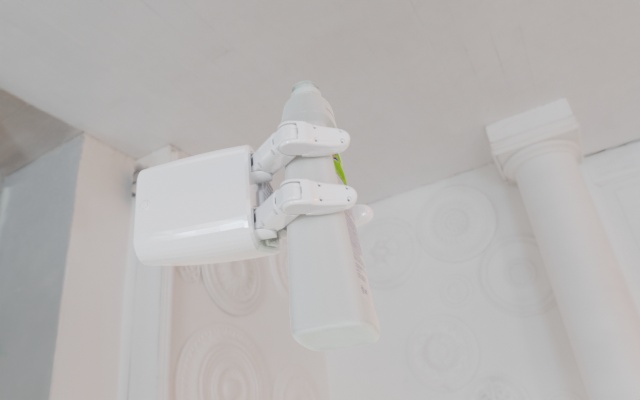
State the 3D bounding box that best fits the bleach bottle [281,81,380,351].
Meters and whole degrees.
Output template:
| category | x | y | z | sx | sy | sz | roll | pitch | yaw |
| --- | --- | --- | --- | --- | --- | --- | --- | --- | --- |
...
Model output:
| category | x | y | z | sx | sy | sz | roll | pitch | yaw |
| --- | --- | --- | --- | --- | --- | --- | --- | --- | --- |
| bleach bottle | 0.000 | 0.001 | 0.441 | 0.068 | 0.250 | 0.103 | -11 | -27 | 8 |
